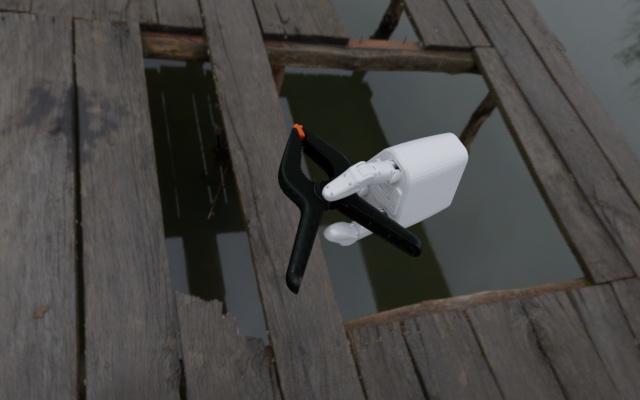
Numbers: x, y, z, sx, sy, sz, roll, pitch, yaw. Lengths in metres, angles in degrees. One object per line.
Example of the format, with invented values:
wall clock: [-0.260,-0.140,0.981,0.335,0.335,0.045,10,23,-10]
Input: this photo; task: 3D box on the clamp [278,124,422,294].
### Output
clamp: [0.000,0.001,0.550,0.164,0.210,0.036,-19,-25,-27]
